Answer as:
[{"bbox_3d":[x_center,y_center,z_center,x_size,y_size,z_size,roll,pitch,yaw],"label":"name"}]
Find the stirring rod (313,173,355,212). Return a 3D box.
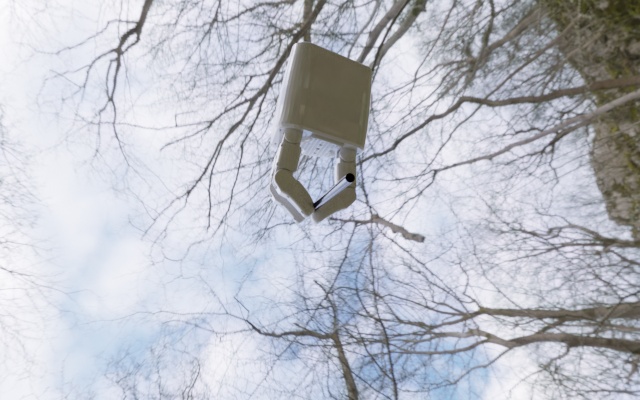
[{"bbox_3d":[0.000,0.002,0.501,0.011,0.011,0.239,0,-10,-12],"label":"stirring rod"}]
